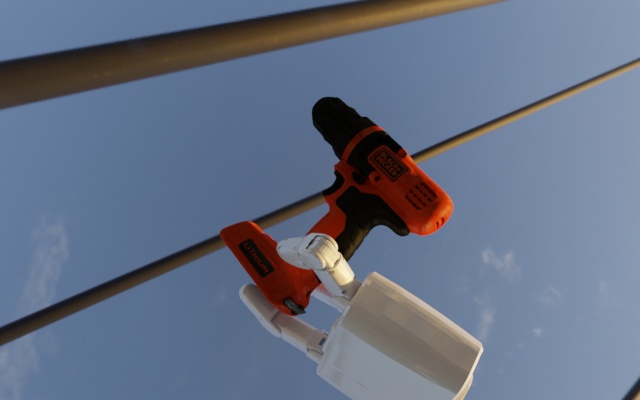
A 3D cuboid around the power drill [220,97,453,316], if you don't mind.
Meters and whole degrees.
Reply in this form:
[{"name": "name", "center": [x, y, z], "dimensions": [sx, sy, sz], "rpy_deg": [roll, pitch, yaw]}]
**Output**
[{"name": "power drill", "center": [0.000, 0.002, 0.456], "dimensions": [0.187, 0.184, 0.057], "rpy_deg": [-40, -30, -3]}]
